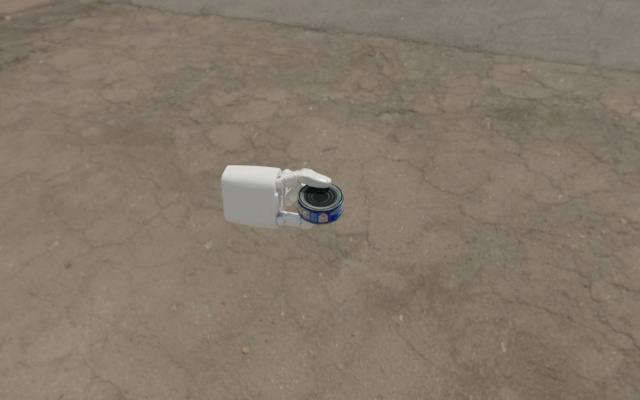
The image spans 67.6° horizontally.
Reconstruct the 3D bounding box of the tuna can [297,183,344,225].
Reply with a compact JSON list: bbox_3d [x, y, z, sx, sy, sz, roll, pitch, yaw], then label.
[{"bbox_3d":[0.000,0.002,0.869,0.086,0.034,0.086,0,41,0],"label":"tuna can"}]
